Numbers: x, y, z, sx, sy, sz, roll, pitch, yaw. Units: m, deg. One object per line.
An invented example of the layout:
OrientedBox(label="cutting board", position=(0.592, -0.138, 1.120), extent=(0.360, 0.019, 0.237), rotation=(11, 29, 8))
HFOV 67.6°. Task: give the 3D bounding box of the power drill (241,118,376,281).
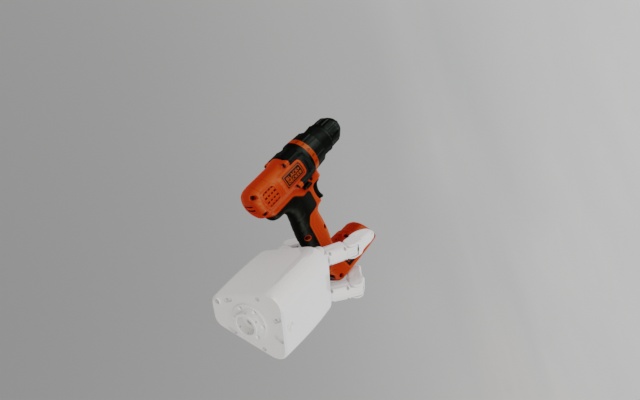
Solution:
OrientedBox(label="power drill", position=(0.000, 0.003, 0.659), extent=(0.184, 0.188, 0.057), rotation=(-47, 26, -27))
